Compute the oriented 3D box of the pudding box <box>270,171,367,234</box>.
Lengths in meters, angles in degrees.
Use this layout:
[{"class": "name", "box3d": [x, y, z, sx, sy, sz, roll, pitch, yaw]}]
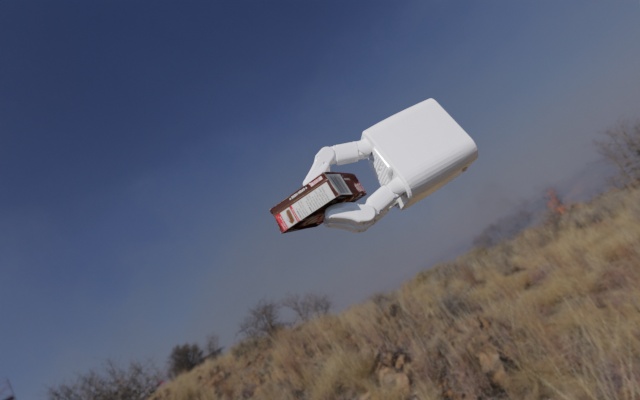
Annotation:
[{"class": "pudding box", "box3d": [0.000, 0.002, 0.614, 0.090, 0.039, 0.113, -35, -13, 20]}]
